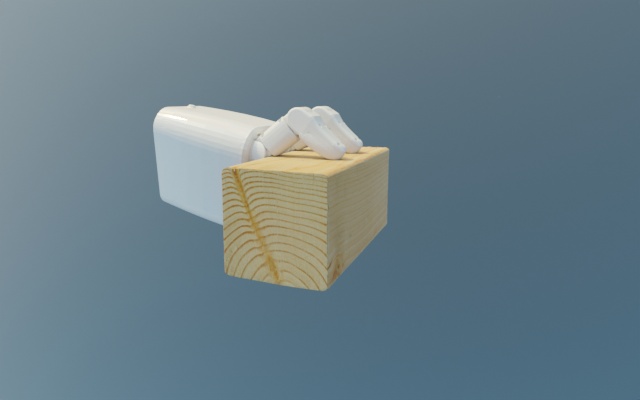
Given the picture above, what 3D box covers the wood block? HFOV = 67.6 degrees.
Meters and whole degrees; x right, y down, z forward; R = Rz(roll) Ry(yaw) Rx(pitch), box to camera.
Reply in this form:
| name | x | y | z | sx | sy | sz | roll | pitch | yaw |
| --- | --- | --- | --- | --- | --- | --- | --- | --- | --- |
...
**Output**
| name | x | y | z | sx | sy | sz | roll | pitch | yaw |
| --- | --- | --- | --- | --- | --- | --- | --- | --- | --- |
| wood block | 0.000 | 0.002 | 0.454 | 0.090 | 0.091 | 0.206 | 5 | 13 | 20 |
